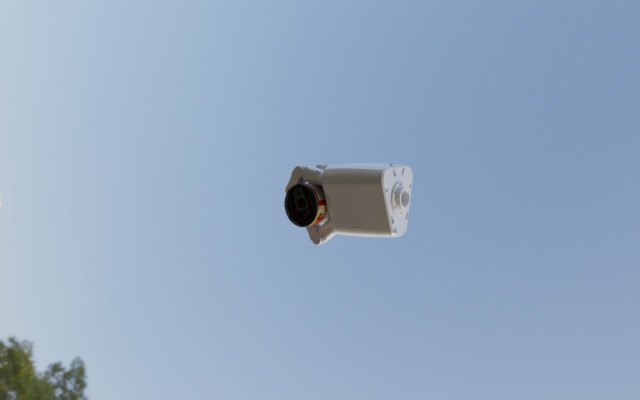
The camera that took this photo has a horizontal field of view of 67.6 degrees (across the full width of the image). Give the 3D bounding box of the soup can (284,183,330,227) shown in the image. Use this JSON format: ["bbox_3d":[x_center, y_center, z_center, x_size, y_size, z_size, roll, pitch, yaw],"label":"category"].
[{"bbox_3d":[0.000,0.003,0.776,0.068,0.068,0.102,0,6,38],"label":"soup can"}]
